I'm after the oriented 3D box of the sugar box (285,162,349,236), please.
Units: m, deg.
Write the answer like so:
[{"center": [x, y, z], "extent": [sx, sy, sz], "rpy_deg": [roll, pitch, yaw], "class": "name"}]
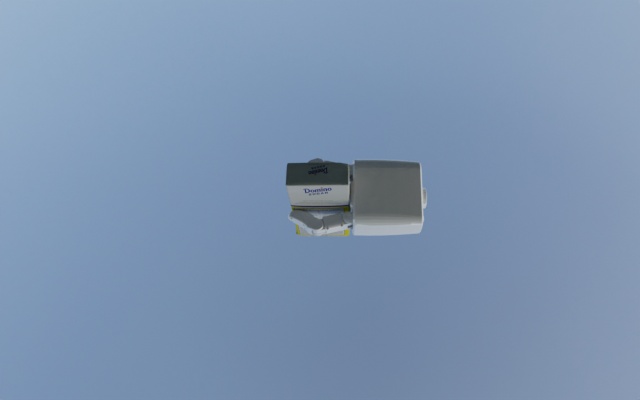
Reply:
[{"center": [0.000, 0.002, 0.760], "extent": [0.093, 0.048, 0.176], "rpy_deg": [0, -31, 3], "class": "sugar box"}]
